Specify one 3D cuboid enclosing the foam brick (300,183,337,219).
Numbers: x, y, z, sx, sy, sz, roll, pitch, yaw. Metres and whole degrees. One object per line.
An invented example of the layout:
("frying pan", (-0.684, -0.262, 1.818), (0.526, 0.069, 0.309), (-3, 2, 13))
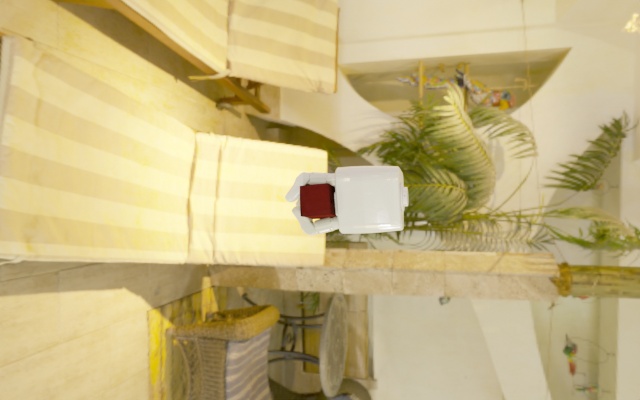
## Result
("foam brick", (0.000, 0.003, 0.812), (0.051, 0.053, 0.078), (-5, -6, 14))
